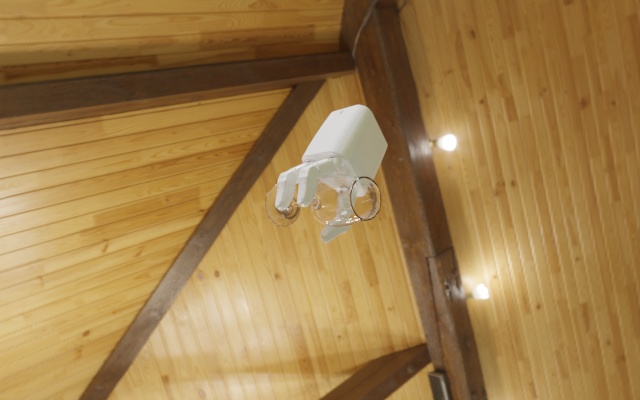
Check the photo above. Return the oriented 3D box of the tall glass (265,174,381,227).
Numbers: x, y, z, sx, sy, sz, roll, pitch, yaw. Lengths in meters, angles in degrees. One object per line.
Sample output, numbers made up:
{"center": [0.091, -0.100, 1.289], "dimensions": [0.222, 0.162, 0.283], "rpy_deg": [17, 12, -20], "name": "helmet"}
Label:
{"center": [0.000, 0.003, 0.737], "dimensions": [0.079, 0.079, 0.201], "rpy_deg": [0, -3, -40], "name": "tall glass"}
